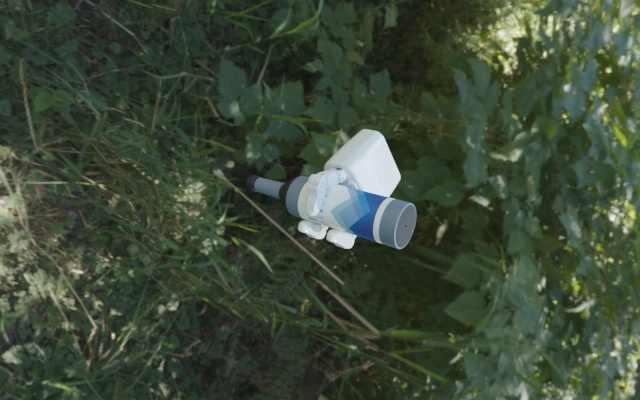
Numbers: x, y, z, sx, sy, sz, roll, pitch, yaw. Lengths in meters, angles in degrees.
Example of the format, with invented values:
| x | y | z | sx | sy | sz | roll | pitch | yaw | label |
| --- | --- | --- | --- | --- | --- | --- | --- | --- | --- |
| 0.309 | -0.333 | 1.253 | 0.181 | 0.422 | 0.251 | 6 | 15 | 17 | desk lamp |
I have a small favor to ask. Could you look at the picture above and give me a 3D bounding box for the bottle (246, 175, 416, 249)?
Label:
| x | y | z | sx | sy | sz | roll | pitch | yaw | label |
| --- | --- | --- | --- | --- | --- | --- | --- | --- | --- |
| 0.000 | 0.003 | 0.743 | 0.295 | 0.069 | 0.069 | 16 | 9 | 33 | bottle |
